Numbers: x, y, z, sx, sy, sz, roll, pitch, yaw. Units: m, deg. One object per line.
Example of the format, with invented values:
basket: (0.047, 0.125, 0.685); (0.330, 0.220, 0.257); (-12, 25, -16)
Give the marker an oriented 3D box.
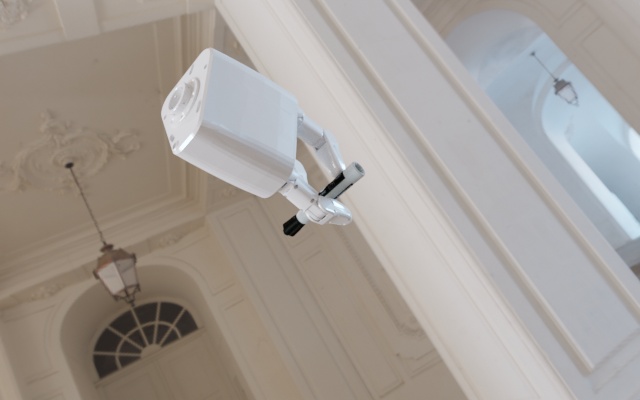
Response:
marker: (0.000, 0.002, 0.525); (0.121, 0.020, 0.020); (-41, -22, 27)
